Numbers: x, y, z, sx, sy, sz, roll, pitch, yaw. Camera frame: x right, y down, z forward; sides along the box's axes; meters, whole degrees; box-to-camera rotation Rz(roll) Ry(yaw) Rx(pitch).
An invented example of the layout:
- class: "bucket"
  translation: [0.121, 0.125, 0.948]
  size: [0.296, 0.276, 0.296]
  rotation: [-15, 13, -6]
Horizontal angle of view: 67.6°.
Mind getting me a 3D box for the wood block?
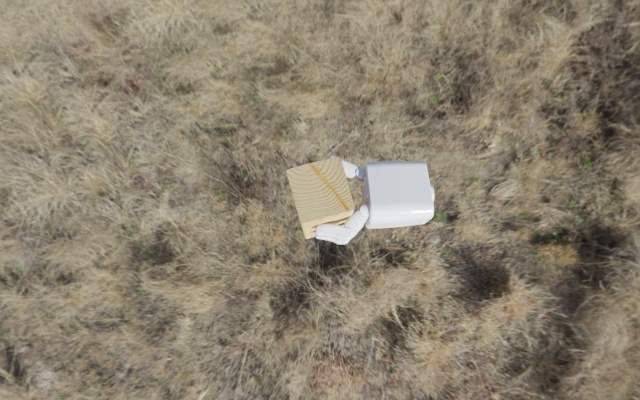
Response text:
- class: "wood block"
  translation: [0.000, 0.002, 0.835]
  size: [0.090, 0.091, 0.206]
  rotation: [-15, -11, -3]
